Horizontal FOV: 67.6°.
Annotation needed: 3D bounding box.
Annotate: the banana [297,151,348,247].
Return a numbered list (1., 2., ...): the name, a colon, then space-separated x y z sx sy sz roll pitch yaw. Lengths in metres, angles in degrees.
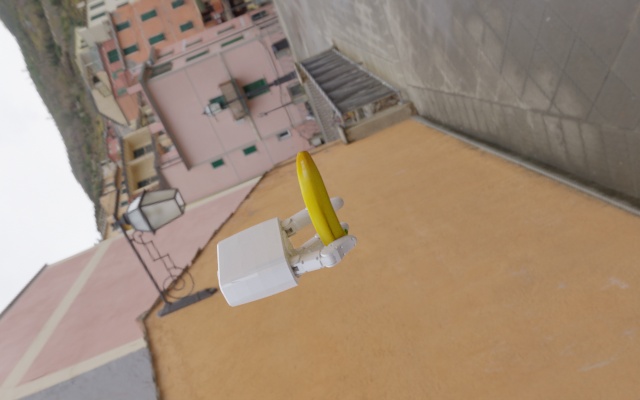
1. banana: 0.004 0.017 0.691 0.037 0.069 0.198 -20 -45 6
